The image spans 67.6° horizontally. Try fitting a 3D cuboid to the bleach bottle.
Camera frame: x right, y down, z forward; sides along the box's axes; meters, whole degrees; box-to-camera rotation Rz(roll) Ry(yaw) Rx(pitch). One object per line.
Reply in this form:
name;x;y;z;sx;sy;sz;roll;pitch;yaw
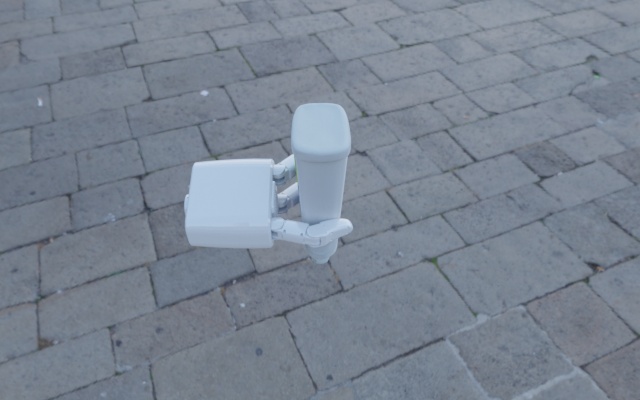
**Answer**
bleach bottle;0.000;0.002;0.633;0.068;0.251;0.102;-1;45;-1
